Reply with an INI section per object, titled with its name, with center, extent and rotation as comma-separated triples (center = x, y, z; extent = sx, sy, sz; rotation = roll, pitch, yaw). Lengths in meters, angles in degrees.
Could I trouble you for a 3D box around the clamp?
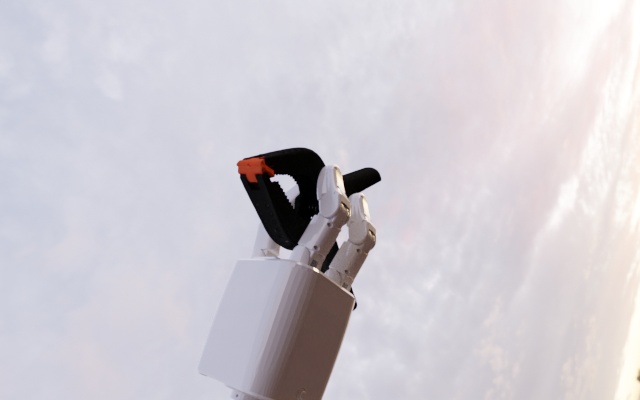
[clamp]
center = -0.001, 0.001, 0.464
extent = 0.036, 0.164, 0.210
rotation = 0, -28, 34
